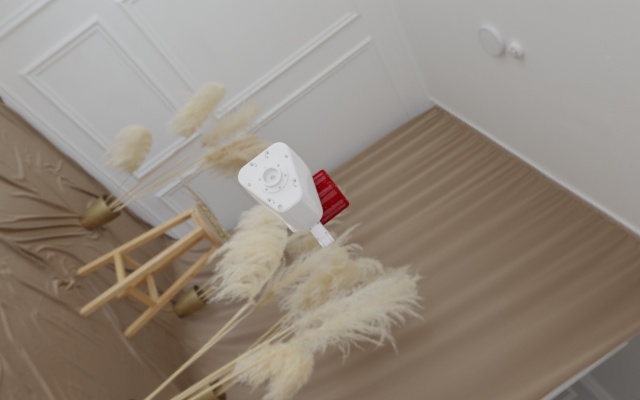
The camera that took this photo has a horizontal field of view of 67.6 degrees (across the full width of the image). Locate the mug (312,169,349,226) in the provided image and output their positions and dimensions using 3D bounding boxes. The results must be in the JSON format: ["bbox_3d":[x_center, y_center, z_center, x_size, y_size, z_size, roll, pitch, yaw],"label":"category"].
[{"bbox_3d":[0.001,0.003,0.855,0.081,0.093,0.117,-37,-23,2],"label":"mug"}]
